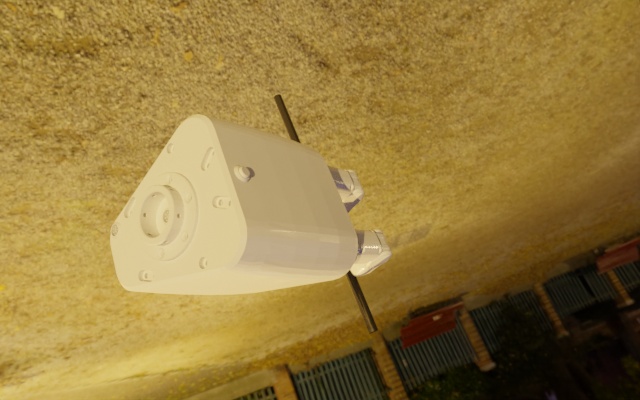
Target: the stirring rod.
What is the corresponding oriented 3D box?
[{"bbox_3d":[0.000,0.001,0.425,0.011,0.239,0.011,-19,-22,-8],"label":"stirring rod"}]
